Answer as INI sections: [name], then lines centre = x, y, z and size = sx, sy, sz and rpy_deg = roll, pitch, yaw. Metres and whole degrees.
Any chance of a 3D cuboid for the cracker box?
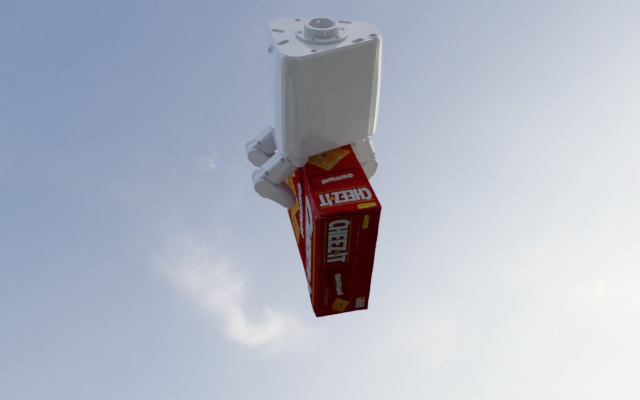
[cracker box]
centre = 0.000, 0.002, 0.566
size = 0.072, 0.164, 0.213
rpy_deg = -8, 43, -10
